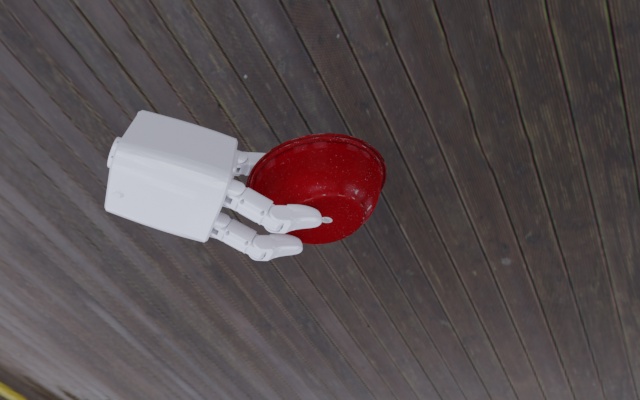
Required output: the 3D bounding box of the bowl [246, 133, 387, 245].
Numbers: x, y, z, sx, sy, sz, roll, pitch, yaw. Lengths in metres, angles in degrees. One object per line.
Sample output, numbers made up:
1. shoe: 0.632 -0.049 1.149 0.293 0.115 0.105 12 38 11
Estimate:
1. bowl: 0.001 0.002 0.532 0.162 0.055 0.162 -7 -38 -5
